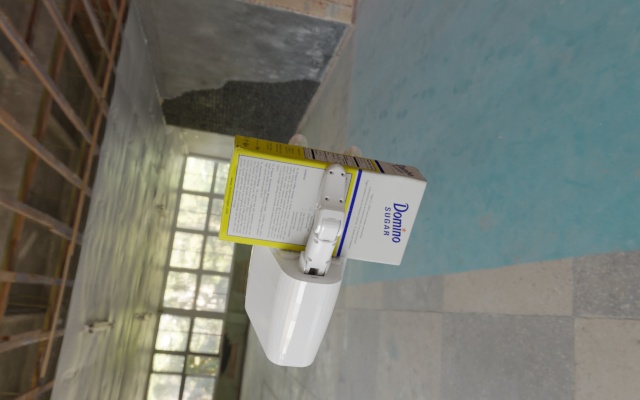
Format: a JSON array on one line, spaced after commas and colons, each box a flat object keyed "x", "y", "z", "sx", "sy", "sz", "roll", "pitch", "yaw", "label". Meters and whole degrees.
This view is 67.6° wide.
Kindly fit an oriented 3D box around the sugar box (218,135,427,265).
[{"x": 0.000, "y": 0.001, "z": 0.448, "sx": 0.176, "sy": 0.093, "sz": 0.048, "roll": 9, "pitch": 23, "yaw": -12, "label": "sugar box"}]
